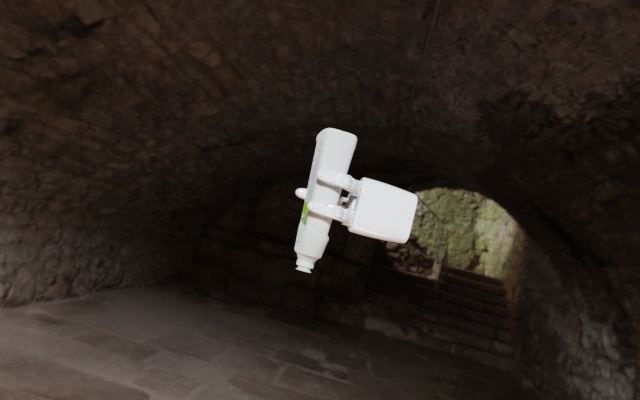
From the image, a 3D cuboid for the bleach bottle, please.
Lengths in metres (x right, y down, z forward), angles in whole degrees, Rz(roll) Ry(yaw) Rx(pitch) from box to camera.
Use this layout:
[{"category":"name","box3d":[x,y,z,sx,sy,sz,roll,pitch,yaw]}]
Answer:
[{"category":"bleach bottle","box3d":[0.000,0.003,0.855,0.068,0.251,0.102,15,-5,-9]}]
